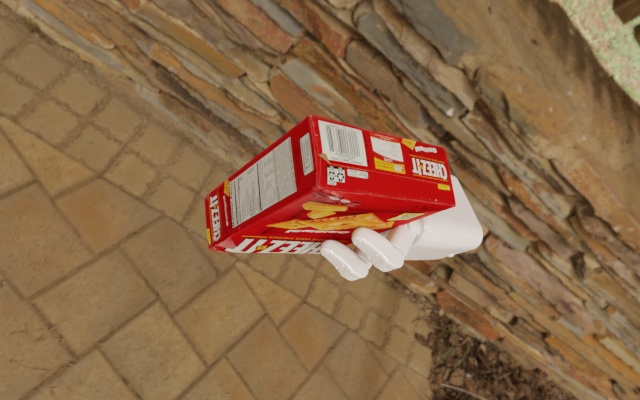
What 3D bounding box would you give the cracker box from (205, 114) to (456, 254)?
[{"bbox_3d":[0.000,0.001,0.491,0.164,0.072,0.214,7,-22,-35],"label":"cracker box"}]
